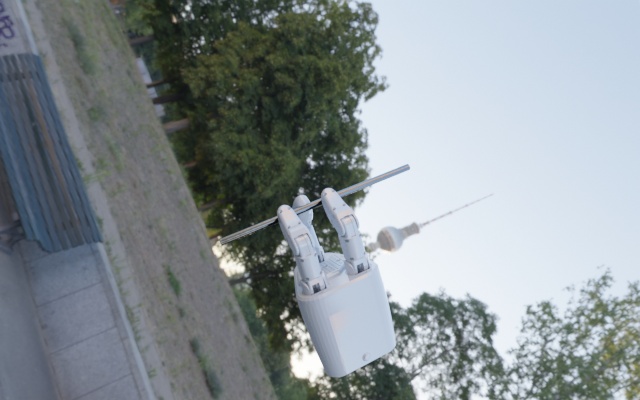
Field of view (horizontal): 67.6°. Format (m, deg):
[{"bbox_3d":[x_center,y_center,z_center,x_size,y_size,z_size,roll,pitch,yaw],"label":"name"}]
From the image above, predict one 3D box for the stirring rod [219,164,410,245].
[{"bbox_3d":[0.000,0.002,0.544,0.239,0.011,0.011,-22,7,-17],"label":"stirring rod"}]
